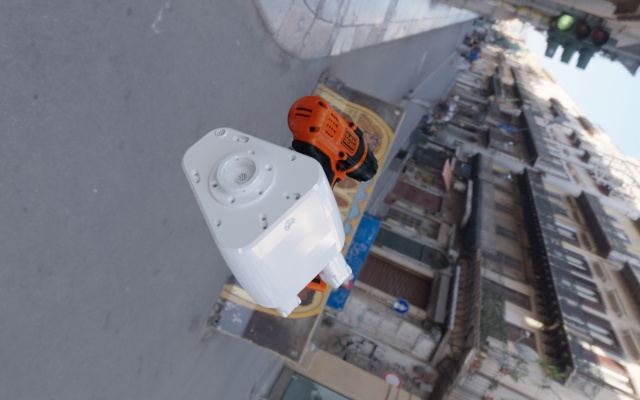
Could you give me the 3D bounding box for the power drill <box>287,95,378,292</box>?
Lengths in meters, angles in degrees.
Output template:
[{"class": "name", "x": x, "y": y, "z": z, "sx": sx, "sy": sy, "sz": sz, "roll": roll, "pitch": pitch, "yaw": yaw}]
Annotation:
[{"class": "power drill", "x": 0.000, "y": 0.002, "z": 0.527, "sx": 0.057, "sy": 0.187, "sz": 0.184, "roll": 12, "pitch": -9, "yaw": 30}]
